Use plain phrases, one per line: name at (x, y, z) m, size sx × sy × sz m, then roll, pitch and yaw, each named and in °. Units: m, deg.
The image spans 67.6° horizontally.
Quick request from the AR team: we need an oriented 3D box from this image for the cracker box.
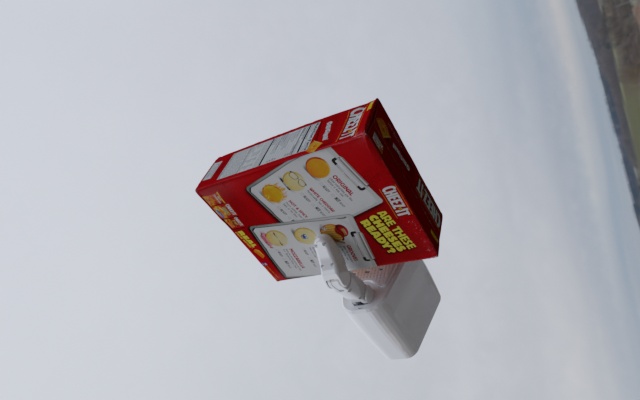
cracker box at (0.000, 0.002, 0.518) m, size 0.214 × 0.164 × 0.072 m, roll -15°, pitch 36°, yaw 31°
